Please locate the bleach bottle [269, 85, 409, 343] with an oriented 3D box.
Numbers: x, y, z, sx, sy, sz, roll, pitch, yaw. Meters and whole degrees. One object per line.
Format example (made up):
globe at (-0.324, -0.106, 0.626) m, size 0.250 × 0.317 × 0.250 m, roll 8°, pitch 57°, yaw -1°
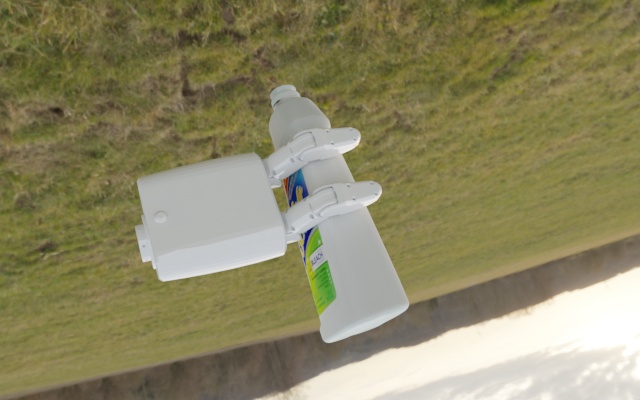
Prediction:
bleach bottle at (0.000, 0.002, 0.465) m, size 0.068 × 0.250 × 0.103 m, roll -12°, pitch -21°, yaw -21°
